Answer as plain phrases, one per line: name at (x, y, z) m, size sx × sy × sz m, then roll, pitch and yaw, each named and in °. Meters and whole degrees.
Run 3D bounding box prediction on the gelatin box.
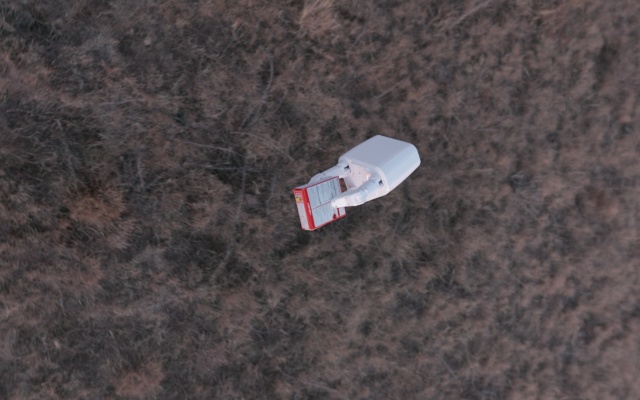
gelatin box at (0.000, 0.003, 0.829) m, size 0.089 × 0.073 × 0.030 m, roll -22°, pitch 16°, yaw -41°
